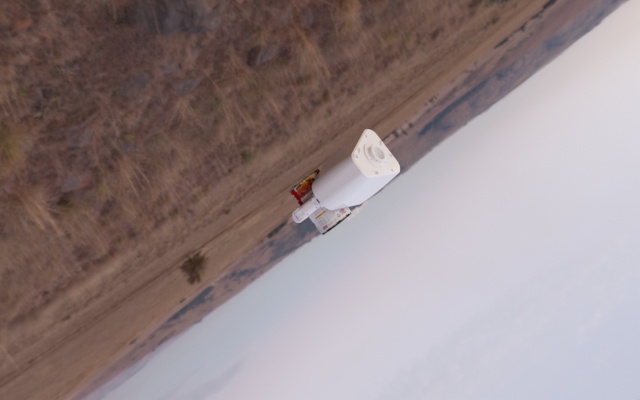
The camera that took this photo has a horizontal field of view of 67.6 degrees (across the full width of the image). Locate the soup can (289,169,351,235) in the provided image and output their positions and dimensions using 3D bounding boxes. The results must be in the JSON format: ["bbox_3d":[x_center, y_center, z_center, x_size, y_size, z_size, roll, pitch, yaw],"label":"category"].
[{"bbox_3d":[0.000,0.003,0.864,0.068,0.102,0.068,-37,-2,-1],"label":"soup can"}]
